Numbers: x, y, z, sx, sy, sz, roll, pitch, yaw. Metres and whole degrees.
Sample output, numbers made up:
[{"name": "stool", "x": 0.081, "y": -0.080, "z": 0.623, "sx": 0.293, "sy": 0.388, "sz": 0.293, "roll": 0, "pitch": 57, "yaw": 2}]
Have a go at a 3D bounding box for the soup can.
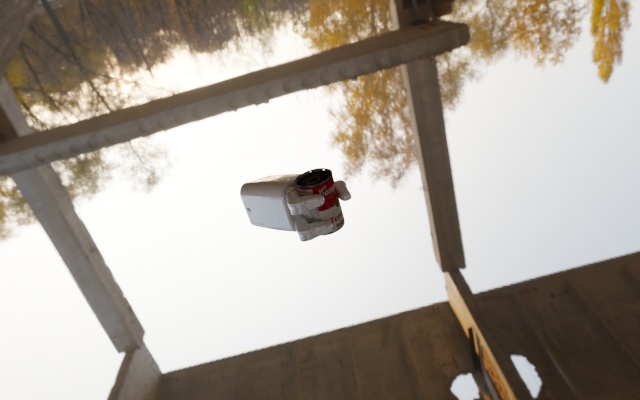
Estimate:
[{"name": "soup can", "x": 0.001, "y": 0.003, "z": 0.845, "sx": 0.068, "sy": 0.102, "sz": 0.068, "roll": -13, "pitch": 27, "yaw": 7}]
